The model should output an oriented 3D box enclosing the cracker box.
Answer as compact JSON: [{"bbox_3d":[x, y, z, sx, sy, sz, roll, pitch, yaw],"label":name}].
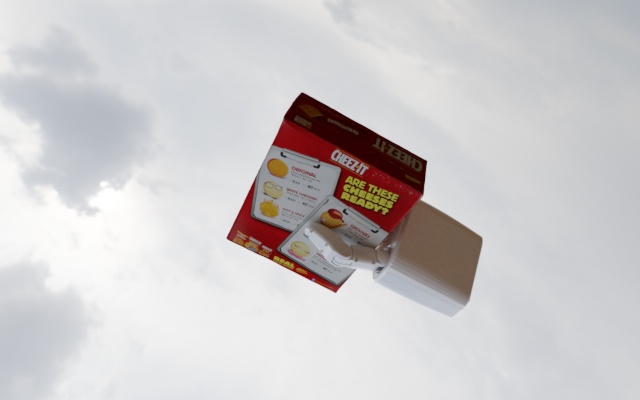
[{"bbox_3d":[0.000,0.002,0.570,0.164,0.072,0.214,28,-47,-6],"label":"cracker box"}]
